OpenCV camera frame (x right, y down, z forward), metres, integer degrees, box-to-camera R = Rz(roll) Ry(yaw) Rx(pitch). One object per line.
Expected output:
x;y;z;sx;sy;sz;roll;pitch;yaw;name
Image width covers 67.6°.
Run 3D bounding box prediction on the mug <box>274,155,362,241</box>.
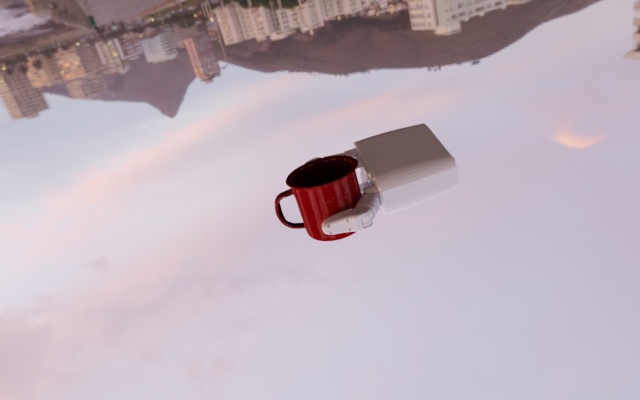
-0.001;0.003;0.607;0.117;0.081;0.093;-18;25;-3;mug
